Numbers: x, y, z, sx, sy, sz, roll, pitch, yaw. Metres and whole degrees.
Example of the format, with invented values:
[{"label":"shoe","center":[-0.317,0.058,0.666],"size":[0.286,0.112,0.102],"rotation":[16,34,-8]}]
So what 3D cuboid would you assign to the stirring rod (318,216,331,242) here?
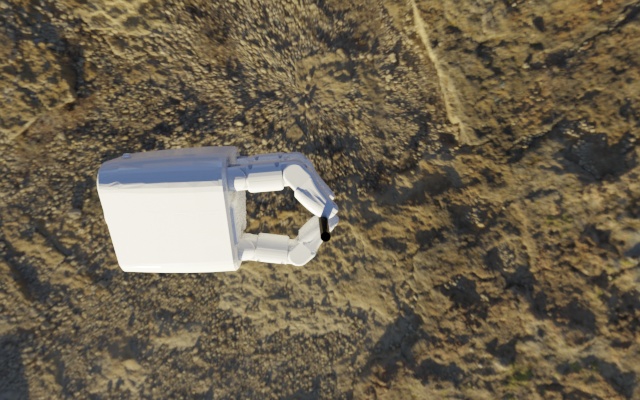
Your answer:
[{"label":"stirring rod","center":[0.000,0.002,0.479],"size":[0.011,0.011,0.239],"rotation":[0,13,-2]}]
